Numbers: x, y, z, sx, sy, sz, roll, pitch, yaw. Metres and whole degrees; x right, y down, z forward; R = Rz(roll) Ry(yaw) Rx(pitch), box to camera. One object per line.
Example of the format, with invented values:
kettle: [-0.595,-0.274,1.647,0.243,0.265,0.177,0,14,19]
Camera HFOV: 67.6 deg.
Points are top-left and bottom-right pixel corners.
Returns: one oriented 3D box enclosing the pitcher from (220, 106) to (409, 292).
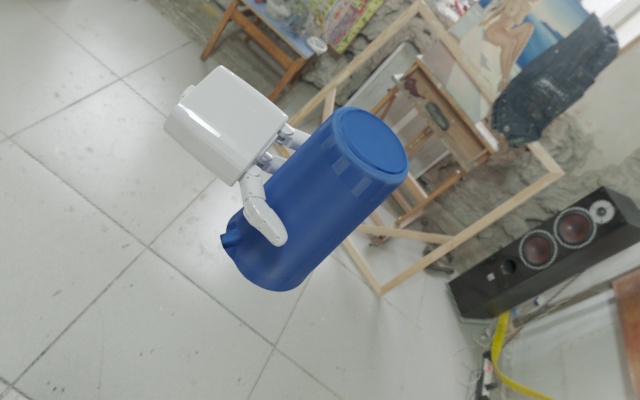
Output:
pitcher: [0.000,0.002,0.595,0.243,0.145,0.149,-45,8,38]
